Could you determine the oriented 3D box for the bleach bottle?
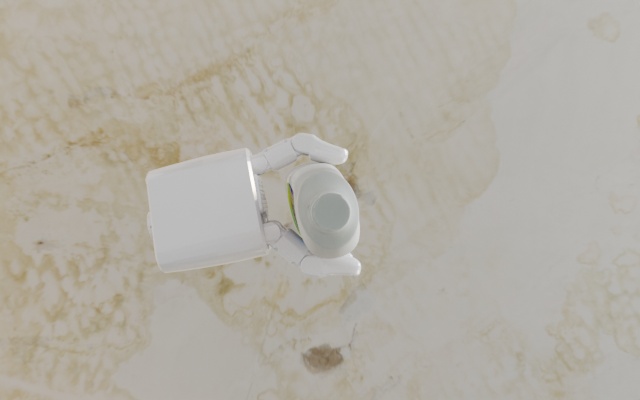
[{"bbox_3d":[0.000,0.002,0.483,0.068,0.102,0.251,-13,0,-3],"label":"bleach bottle"}]
